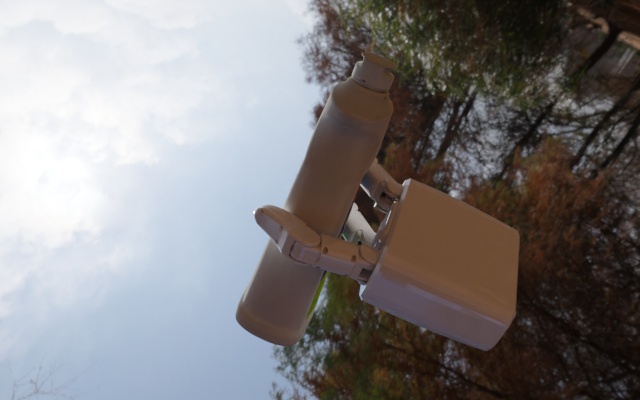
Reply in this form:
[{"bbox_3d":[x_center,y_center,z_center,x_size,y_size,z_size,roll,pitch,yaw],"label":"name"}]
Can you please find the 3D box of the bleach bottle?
[{"bbox_3d":[0.000,0.001,0.406,0.068,0.251,0.102,24,29,3],"label":"bleach bottle"}]
